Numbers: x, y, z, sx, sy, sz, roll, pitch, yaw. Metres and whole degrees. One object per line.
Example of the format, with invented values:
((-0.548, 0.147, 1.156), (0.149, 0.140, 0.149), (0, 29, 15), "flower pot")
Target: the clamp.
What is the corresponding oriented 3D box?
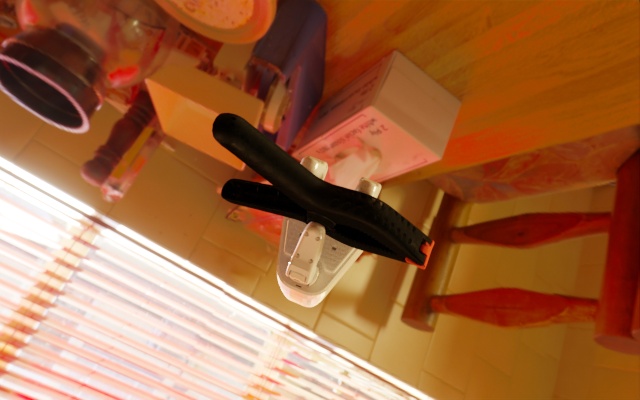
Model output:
((0.000, 0.002, 0.408), (0.210, 0.036, 0.165), (22, -18, 5), "clamp")
